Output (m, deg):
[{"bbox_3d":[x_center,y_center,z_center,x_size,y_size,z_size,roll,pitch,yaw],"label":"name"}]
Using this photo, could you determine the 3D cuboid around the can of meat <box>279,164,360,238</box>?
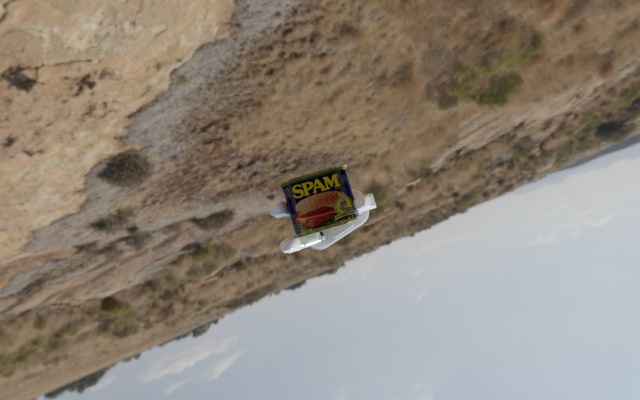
[{"bbox_3d":[0.000,0.003,0.701,0.102,0.084,0.057,-16,-3,-1],"label":"can of meat"}]
